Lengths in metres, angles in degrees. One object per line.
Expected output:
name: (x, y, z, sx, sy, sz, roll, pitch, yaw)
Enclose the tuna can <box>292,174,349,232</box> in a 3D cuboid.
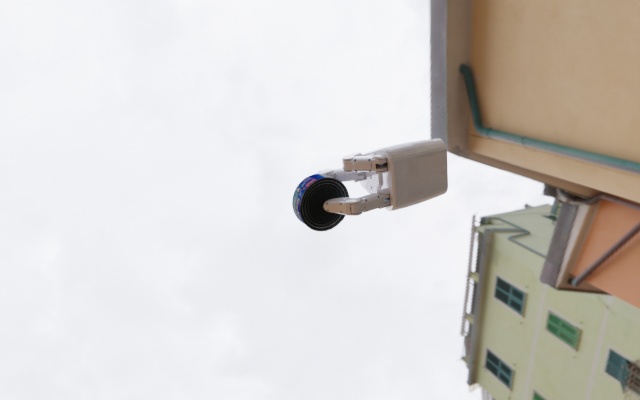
tuna can: (0.000, 0.002, 0.736, 0.086, 0.086, 0.033, 0, 16, -29)
